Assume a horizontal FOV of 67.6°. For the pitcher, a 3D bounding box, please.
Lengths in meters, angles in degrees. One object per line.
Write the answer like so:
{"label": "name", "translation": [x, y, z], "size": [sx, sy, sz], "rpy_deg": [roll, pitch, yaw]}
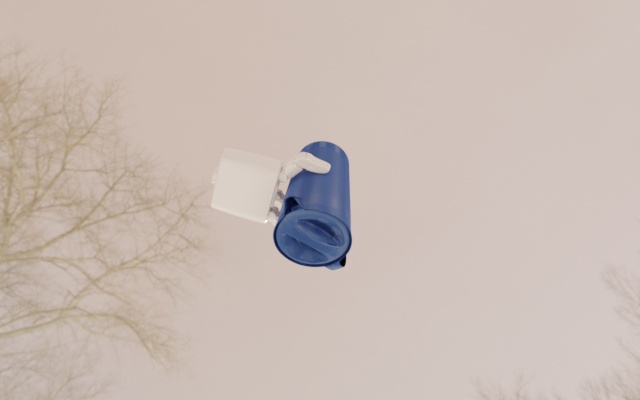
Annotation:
{"label": "pitcher", "translation": [0.000, 0.003, 0.889], "size": [0.145, 0.149, 0.242], "rpy_deg": [15, 38, -6]}
